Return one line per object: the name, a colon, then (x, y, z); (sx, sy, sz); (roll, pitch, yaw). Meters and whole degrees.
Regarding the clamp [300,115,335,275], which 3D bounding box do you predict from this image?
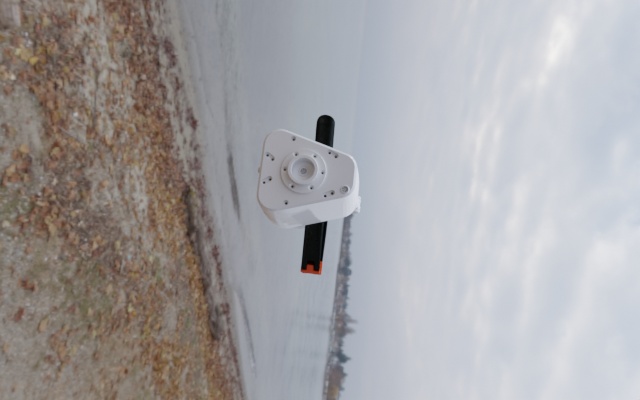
clamp: (0.001, 0.003, 0.692); (0.036, 0.210, 0.164); (6, -11, 5)
